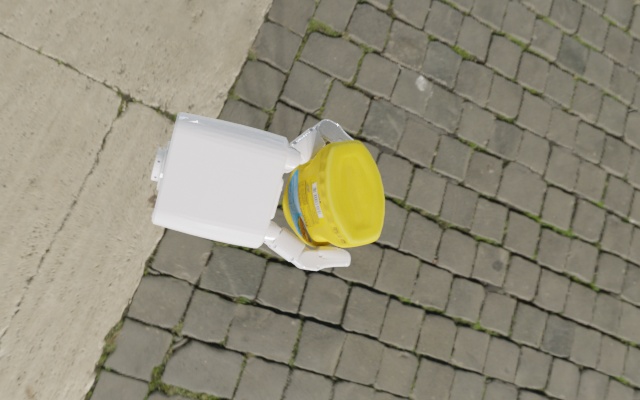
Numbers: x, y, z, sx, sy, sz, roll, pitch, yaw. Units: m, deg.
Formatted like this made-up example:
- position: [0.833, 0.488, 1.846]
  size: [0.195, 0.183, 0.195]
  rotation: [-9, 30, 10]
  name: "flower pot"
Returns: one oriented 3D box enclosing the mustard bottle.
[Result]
- position: [0.000, 0.002, 0.510]
  size: [0.058, 0.096, 0.191]
  rotation: [-11, -2, -20]
  name: "mustard bottle"
